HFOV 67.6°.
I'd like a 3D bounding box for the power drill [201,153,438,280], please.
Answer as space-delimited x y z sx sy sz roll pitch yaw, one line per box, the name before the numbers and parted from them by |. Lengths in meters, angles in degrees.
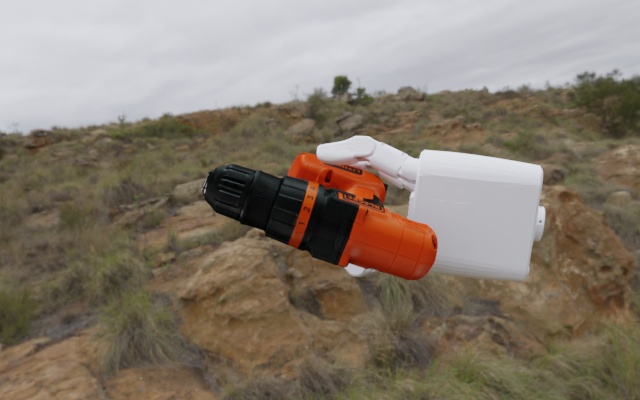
power drill | 0.000 0.001 0.432 0.184 0.057 0.187 20 13 -4
